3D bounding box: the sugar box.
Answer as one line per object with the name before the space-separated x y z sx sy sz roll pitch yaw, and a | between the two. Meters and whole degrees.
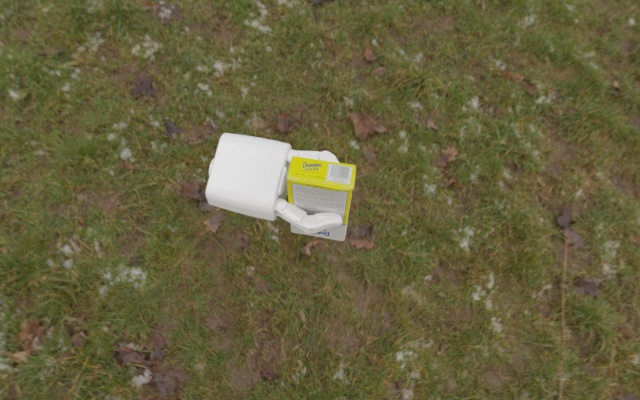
sugar box | 0.000 0.002 0.727 0.093 0.048 0.176 10 -26 3
